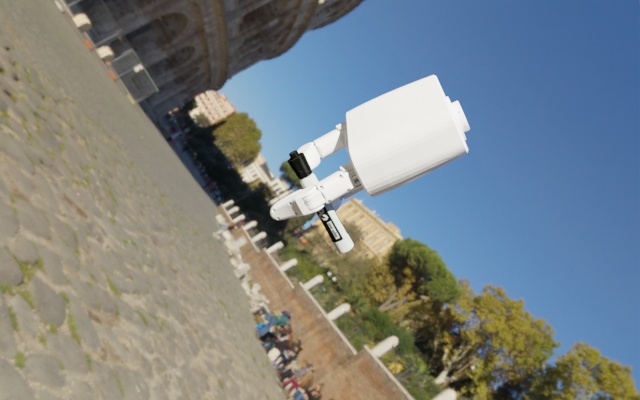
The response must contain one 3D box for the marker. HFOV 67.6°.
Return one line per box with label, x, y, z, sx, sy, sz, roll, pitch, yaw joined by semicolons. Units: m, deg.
marker;0.000;0.002;0.498;0.020;0.121;0.020;-26;17;9
